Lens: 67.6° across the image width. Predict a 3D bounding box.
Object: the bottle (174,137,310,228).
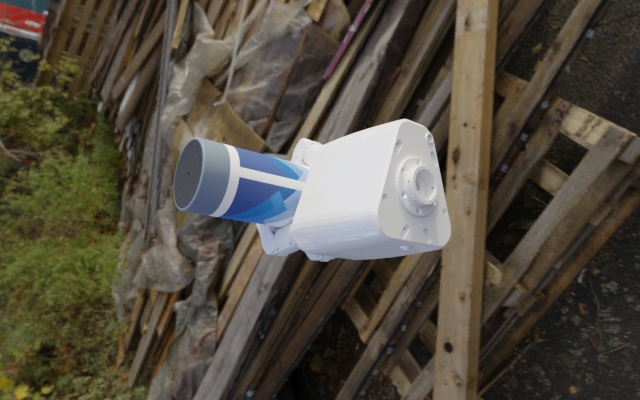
[{"bbox_3d":[0.000,0.002,0.504,0.296,0.069,0.069,12,-7,-36],"label":"bottle"}]
